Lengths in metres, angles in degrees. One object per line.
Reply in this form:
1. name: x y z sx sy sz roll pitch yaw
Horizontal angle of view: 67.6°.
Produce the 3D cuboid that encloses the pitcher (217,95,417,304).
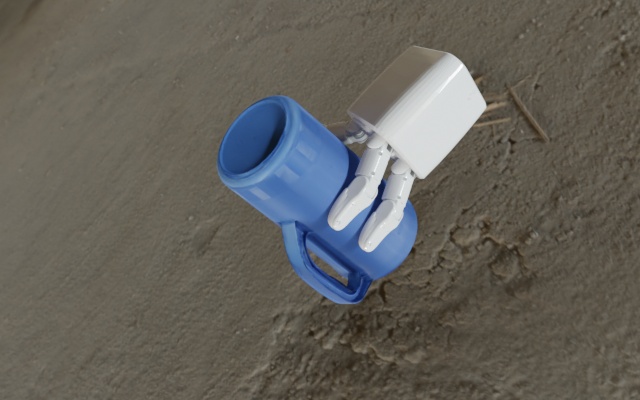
1. pitcher: 0.000 0.002 0.542 0.243 0.145 0.149 38 9 -44
